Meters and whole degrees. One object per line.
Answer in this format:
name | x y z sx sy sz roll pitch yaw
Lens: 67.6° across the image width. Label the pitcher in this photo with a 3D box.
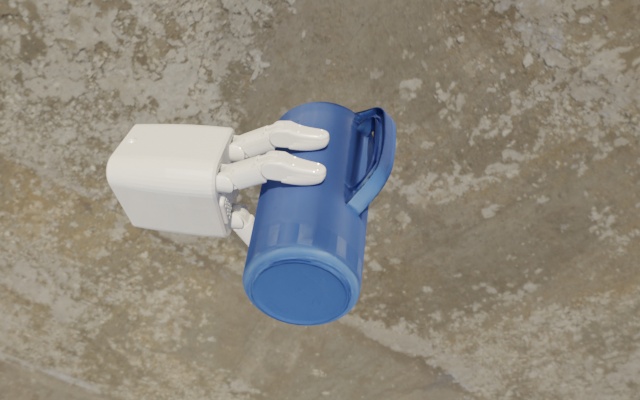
pitcher | 0.000 0.002 0.512 0.145 0.149 0.242 7 40 1
